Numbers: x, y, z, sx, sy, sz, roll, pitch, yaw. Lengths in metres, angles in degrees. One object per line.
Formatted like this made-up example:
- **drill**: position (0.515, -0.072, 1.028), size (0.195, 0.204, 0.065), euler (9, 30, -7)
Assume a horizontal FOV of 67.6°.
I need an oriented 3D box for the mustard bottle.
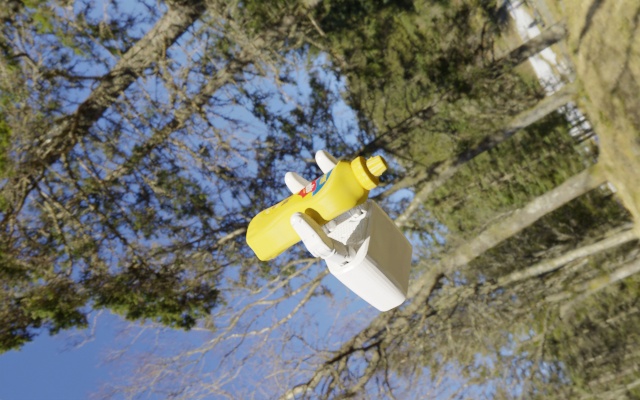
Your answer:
- **mustard bottle**: position (0.000, 0.002, 0.593), size (0.192, 0.058, 0.096), euler (-32, 9, 23)
